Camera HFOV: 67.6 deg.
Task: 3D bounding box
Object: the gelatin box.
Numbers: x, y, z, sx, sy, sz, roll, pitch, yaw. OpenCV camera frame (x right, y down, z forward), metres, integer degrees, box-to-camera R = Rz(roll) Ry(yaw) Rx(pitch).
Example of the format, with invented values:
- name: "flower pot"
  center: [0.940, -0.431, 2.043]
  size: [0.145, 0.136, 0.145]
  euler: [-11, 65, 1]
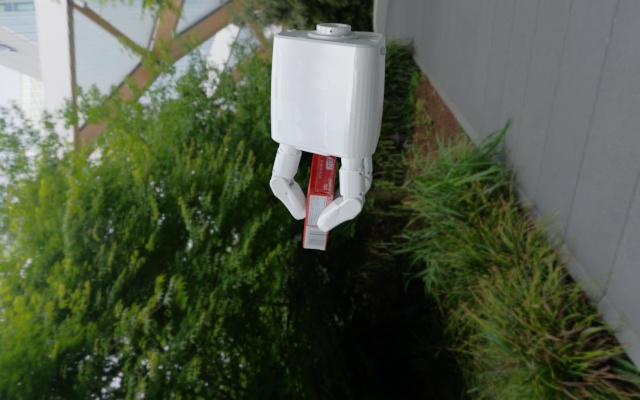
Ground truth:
- name: "gelatin box"
  center: [0.000, 0.002, 0.561]
  size: [0.030, 0.089, 0.073]
  euler: [7, 40, 0]
